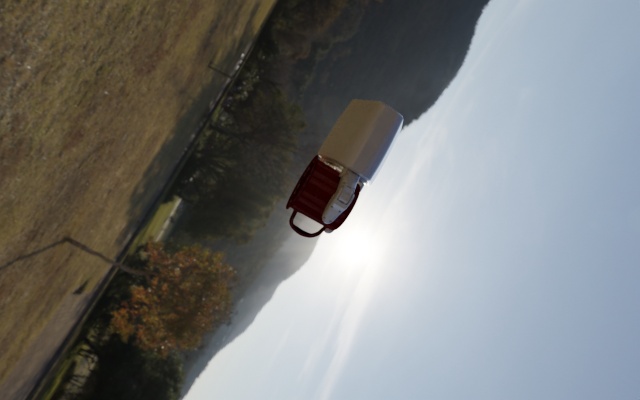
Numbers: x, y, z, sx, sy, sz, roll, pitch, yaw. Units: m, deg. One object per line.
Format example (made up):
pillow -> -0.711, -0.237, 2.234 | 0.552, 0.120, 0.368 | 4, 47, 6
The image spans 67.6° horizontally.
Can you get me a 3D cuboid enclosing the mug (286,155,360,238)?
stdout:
mug -> 0.000, 0.004, 0.713 | 0.081, 0.117, 0.093 | 30, 1, -9
